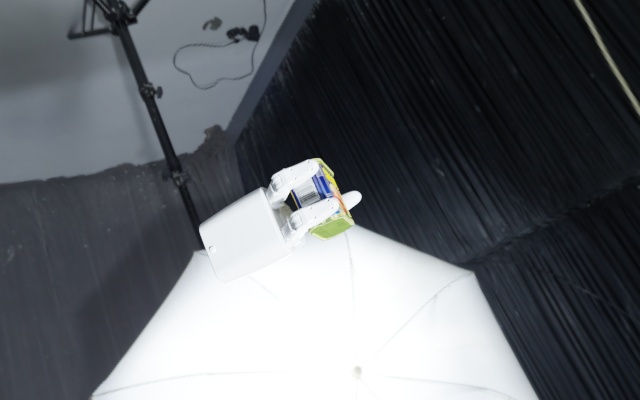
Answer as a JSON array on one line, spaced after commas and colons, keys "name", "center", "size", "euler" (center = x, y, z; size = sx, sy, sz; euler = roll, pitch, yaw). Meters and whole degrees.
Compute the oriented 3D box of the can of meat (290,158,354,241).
[{"name": "can of meat", "center": [0.000, 0.002, 0.635], "size": [0.057, 0.084, 0.102], "euler": [-27, -17, 8]}]
